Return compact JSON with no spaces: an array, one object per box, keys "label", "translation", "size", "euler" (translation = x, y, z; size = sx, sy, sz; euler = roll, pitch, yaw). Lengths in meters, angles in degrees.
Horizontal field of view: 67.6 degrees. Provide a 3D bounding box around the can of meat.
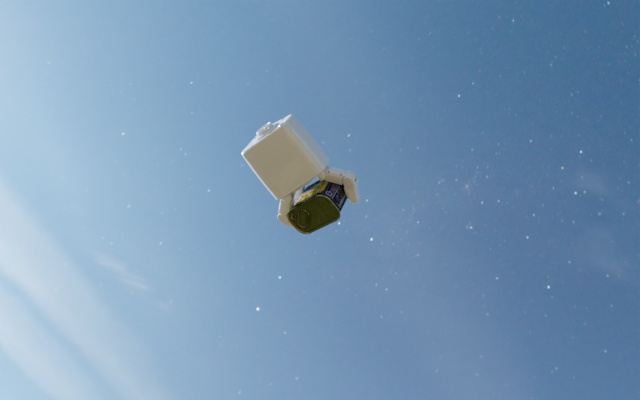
[{"label":"can of meat","translation":[0.000,0.003,0.854],"size":[0.102,0.057,0.084],"euler":[-28,21,37]}]
